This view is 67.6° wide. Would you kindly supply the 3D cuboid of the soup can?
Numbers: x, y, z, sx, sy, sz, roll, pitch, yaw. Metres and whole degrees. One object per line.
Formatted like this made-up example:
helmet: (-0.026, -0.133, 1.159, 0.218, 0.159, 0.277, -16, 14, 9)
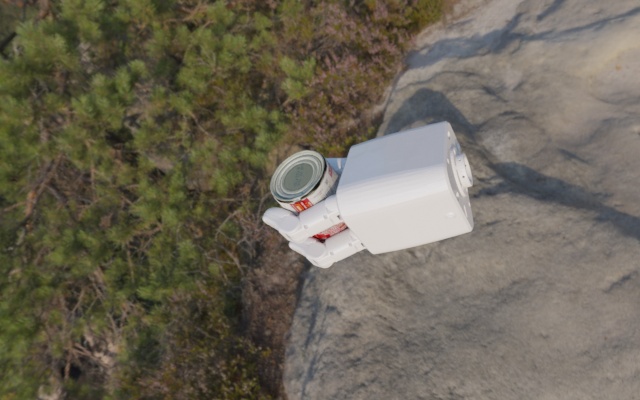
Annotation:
soup can: (0.000, 0.002, 0.520, 0.068, 0.068, 0.102, 0, -33, 35)
